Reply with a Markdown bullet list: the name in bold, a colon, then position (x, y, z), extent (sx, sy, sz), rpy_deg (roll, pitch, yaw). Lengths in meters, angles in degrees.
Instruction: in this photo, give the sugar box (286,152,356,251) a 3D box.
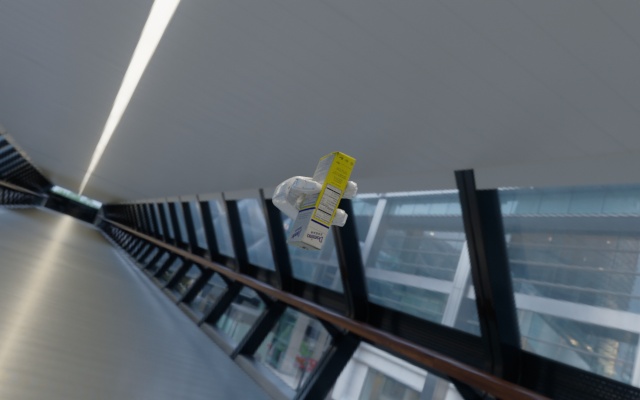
- **sugar box**: position (0.001, 0.003, 0.863), extent (0.048, 0.176, 0.093), rpy_deg (23, -12, -17)
